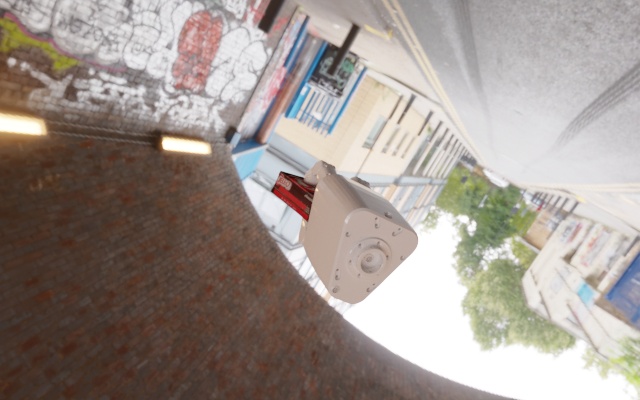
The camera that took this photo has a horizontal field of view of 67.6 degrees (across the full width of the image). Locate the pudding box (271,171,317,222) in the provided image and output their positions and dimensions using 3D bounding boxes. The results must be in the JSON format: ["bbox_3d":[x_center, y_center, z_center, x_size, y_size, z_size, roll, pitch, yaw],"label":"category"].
[{"bbox_3d":[0.000,0.002,0.666,0.113,0.039,0.090,16,18,-50],"label":"pudding box"}]
